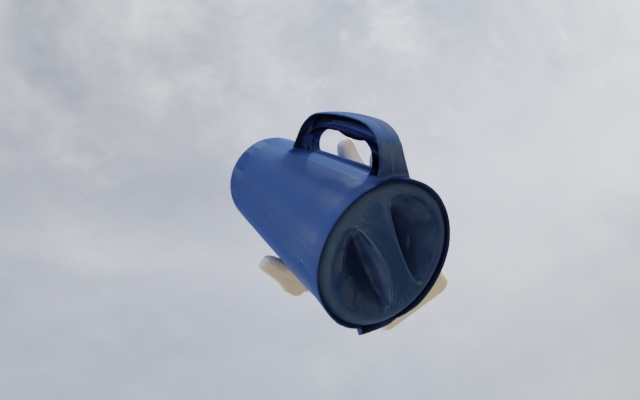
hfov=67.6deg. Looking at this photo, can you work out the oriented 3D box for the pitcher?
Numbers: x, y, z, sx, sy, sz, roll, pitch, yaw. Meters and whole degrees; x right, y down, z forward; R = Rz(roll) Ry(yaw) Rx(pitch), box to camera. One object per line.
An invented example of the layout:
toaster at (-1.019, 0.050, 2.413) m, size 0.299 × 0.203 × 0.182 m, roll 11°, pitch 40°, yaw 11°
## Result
pitcher at (0.000, 0.002, 0.475) m, size 0.145 × 0.149 × 0.242 m, roll 44°, pitch -7°, yaw -35°
